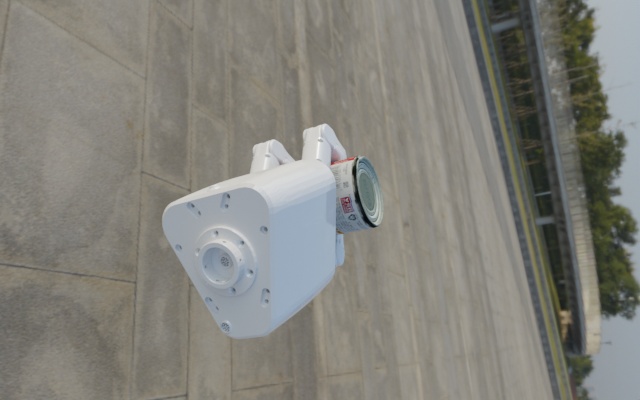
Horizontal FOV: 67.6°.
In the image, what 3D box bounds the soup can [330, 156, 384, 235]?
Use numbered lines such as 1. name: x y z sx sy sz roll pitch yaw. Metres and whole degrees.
1. soup can: 0.001 0.001 0.448 0.102 0.068 0.068 -13 -5 24
